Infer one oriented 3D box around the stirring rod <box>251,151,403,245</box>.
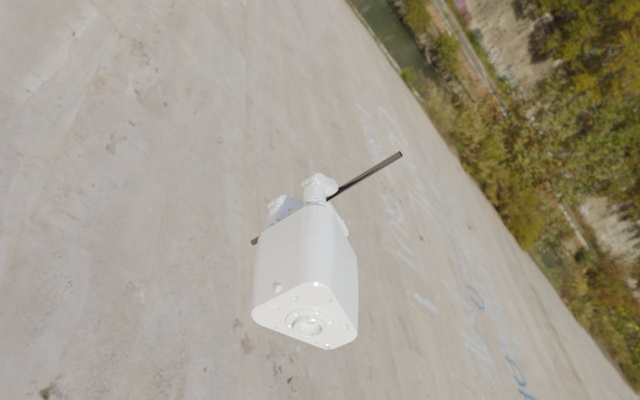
[{"bbox_3d":[0.000,0.002,0.606,0.239,0.011,0.011,-31,-14,25],"label":"stirring rod"}]
